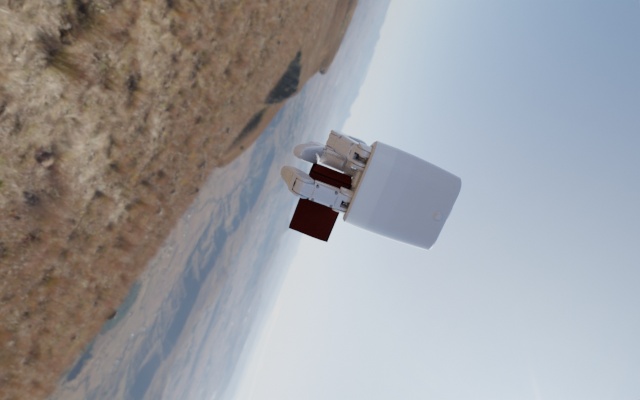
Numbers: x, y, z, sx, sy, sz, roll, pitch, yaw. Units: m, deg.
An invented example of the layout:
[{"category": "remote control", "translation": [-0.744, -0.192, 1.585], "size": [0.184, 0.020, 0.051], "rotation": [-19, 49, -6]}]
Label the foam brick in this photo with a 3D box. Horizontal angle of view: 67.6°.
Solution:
[{"category": "foam brick", "translation": [0.000, 0.002, 0.578], "size": [0.051, 0.078, 0.053], "rotation": [21, 16, -2]}]
